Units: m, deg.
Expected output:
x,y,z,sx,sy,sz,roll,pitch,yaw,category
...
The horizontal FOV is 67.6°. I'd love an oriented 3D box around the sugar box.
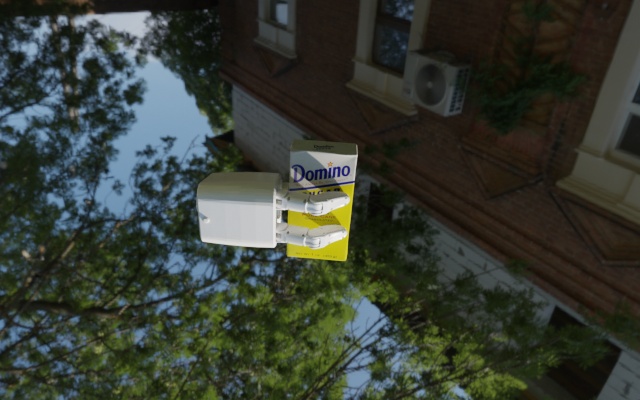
x,y,z,sx,sy,sz,roll,pitch,yaw,category
0.000,0.003,0.694,0.093,0.176,0.048,4,31,1,sugar box
